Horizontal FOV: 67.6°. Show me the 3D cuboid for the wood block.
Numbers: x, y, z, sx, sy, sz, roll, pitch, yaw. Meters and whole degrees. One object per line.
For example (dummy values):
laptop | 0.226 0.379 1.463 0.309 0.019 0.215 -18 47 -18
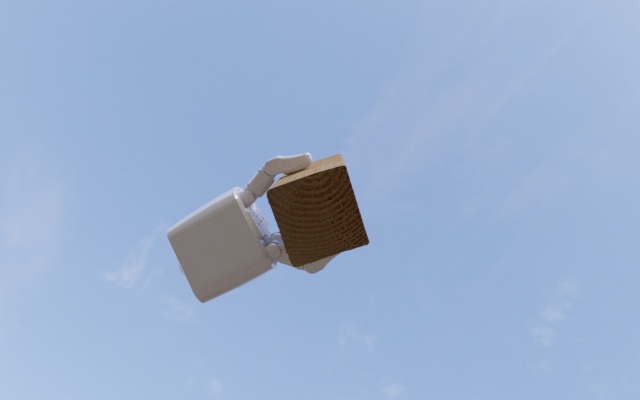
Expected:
wood block | 0.000 0.002 0.599 0.090 0.091 0.206 -18 8 4
